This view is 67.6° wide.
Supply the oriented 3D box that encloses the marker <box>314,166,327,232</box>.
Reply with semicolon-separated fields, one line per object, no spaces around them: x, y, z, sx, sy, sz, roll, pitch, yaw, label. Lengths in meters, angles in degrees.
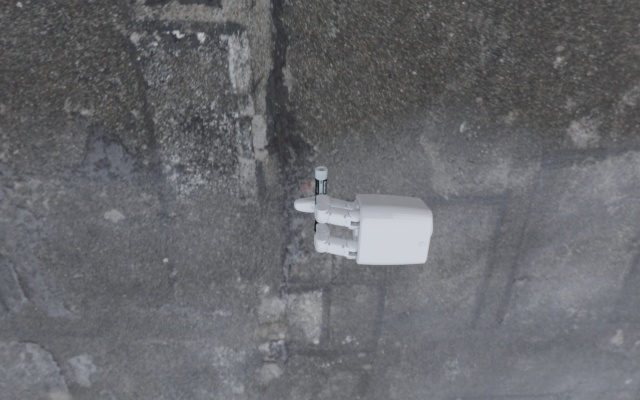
0.000;0.003;0.769;0.020;0.121;0.020;1;31;-1;marker
